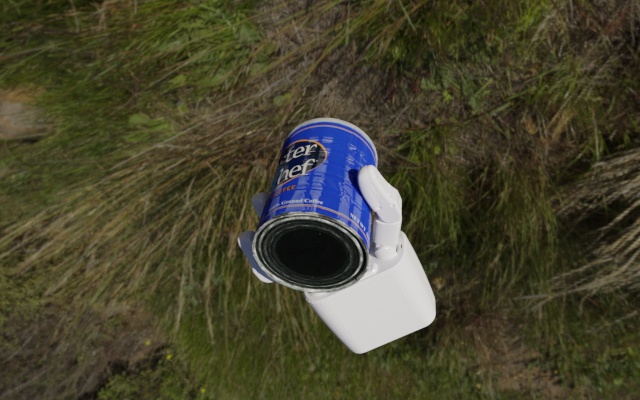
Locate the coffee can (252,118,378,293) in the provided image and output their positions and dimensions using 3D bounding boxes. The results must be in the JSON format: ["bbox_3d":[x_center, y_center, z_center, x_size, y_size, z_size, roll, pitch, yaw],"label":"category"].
[{"bbox_3d":[0.000,0.001,0.460,0.103,0.103,0.140,0,42,11],"label":"coffee can"}]
